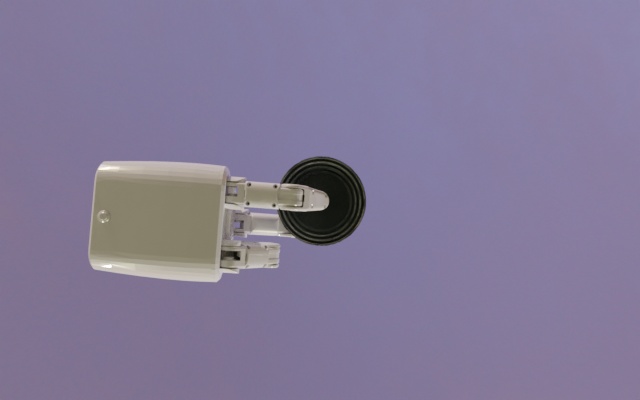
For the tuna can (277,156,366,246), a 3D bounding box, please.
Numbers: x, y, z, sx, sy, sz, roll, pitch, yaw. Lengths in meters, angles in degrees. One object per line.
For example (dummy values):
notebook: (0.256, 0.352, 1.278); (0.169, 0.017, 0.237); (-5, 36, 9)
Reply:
tuna can: (0.000, 0.002, 0.470); (0.086, 0.086, 0.034); (0, -4, -2)
